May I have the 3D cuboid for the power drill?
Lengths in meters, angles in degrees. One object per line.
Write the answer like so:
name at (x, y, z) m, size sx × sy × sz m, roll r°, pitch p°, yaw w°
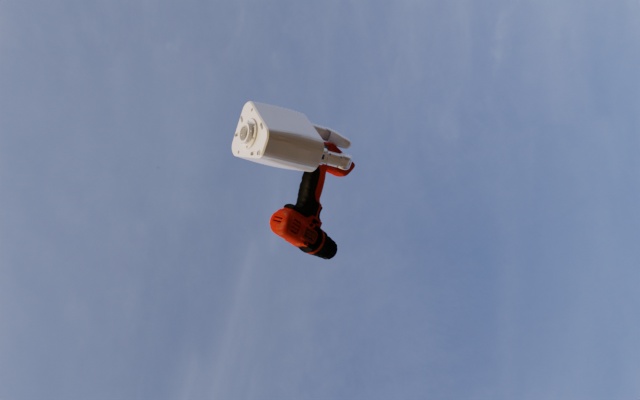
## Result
power drill at (0.000, 0.002, 0.853) m, size 0.057 × 0.187 × 0.184 m, roll 10°, pitch -16°, yaw 34°
